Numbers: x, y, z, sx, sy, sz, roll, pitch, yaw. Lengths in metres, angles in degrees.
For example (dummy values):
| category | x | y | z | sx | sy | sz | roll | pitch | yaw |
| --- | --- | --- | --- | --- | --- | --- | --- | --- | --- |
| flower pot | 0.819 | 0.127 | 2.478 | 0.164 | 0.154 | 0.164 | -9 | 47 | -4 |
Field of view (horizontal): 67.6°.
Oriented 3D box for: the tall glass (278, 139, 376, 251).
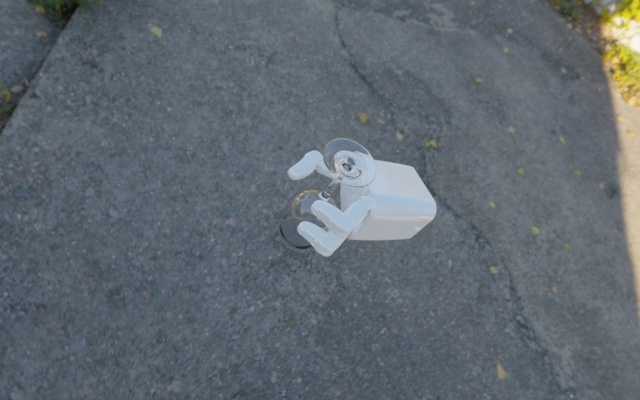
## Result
| category | x | y | z | sx | sy | sz | roll | pitch | yaw |
| --- | --- | --- | --- | --- | --- | --- | --- | --- | --- |
| tall glass | 0.000 | 0.002 | 0.676 | 0.079 | 0.079 | 0.201 | 0 | -30 | -26 |
